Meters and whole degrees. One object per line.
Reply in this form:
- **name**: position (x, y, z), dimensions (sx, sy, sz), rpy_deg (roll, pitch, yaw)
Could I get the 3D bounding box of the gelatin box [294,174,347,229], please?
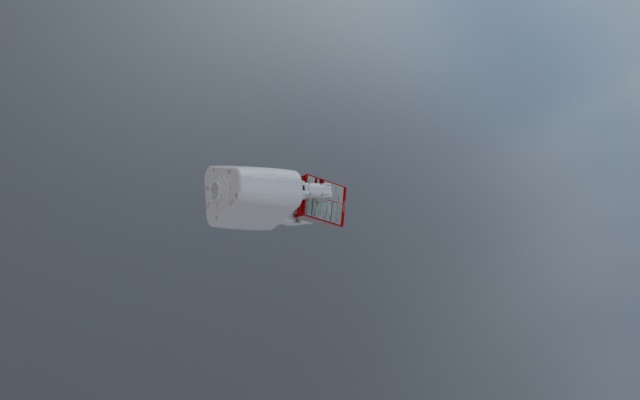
- **gelatin box**: position (0.001, 0.003, 0.811), dimensions (0.089, 0.073, 0.030), rpy_deg (17, -22, -33)
